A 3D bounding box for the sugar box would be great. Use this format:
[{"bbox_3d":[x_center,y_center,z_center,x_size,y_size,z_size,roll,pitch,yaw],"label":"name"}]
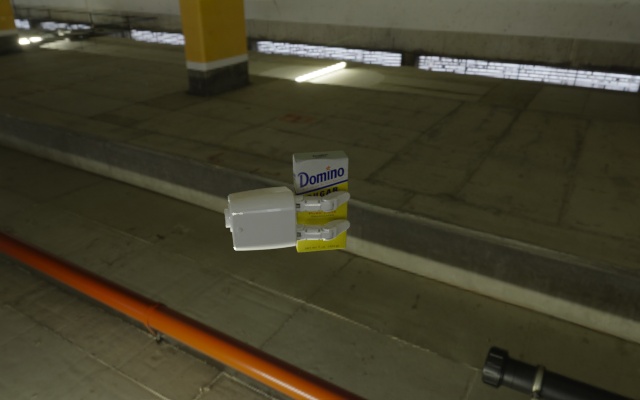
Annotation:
[{"bbox_3d":[0.000,0.003,0.847,0.093,0.176,0.048,-5,27,-10],"label":"sugar box"}]
